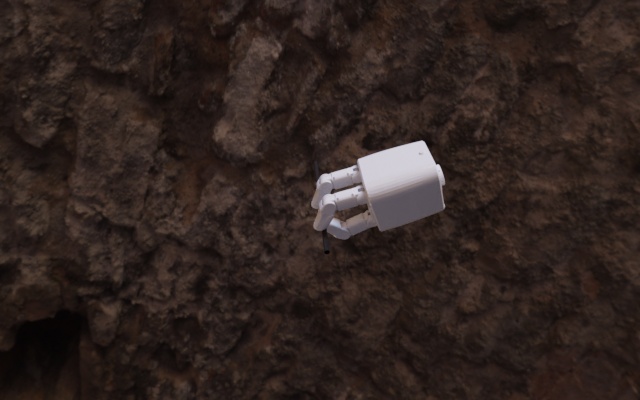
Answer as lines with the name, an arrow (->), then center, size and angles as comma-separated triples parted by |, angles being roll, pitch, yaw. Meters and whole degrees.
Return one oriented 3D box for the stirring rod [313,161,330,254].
stirring rod -> 0.000, 0.003, 0.776 | 0.011, 0.011, 0.239 | 0, 36, -5
